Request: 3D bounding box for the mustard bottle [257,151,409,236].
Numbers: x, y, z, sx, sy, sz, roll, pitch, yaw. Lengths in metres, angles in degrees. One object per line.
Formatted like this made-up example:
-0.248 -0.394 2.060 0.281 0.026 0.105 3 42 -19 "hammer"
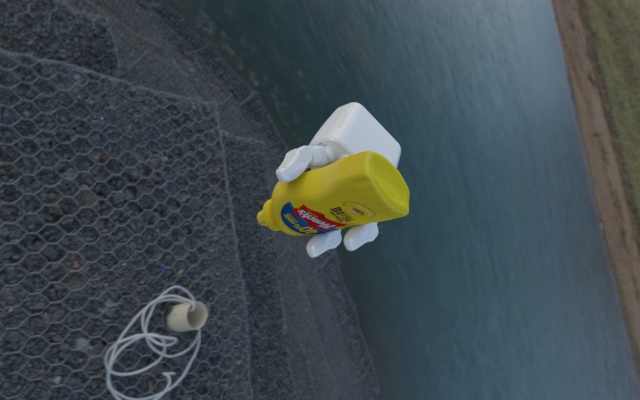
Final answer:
0.000 0.002 0.563 0.191 0.058 0.096 -15 -35 34 "mustard bottle"
